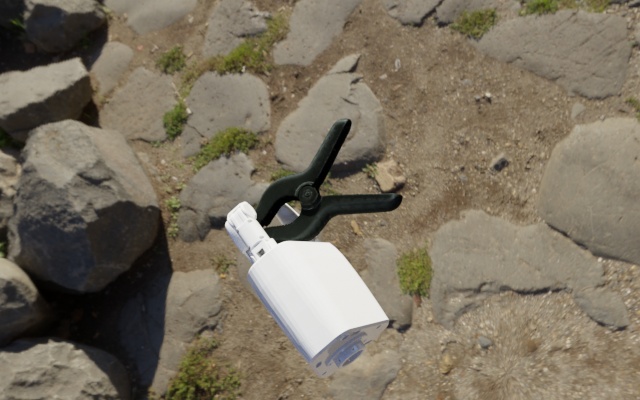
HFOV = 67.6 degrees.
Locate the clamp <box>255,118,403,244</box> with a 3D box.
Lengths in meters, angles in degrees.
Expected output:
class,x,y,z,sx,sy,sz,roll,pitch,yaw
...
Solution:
class,x,y,z,sx,sy,sz,roll,pitch,yaw
clamp,0.000,0.002,0.521,0.171,0.120,0.039,-42,-27,3
